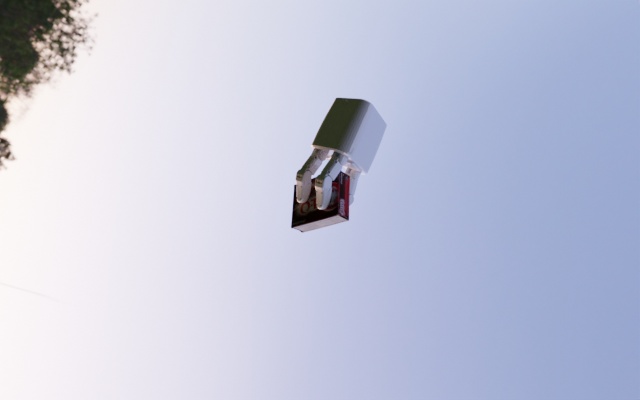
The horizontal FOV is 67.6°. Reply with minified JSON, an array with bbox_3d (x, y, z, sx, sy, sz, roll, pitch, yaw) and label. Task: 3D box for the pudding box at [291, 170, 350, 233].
[{"bbox_3d":[0.000,0.003,0.868,0.113,0.090,0.039,-19,-34,38],"label":"pudding box"}]
